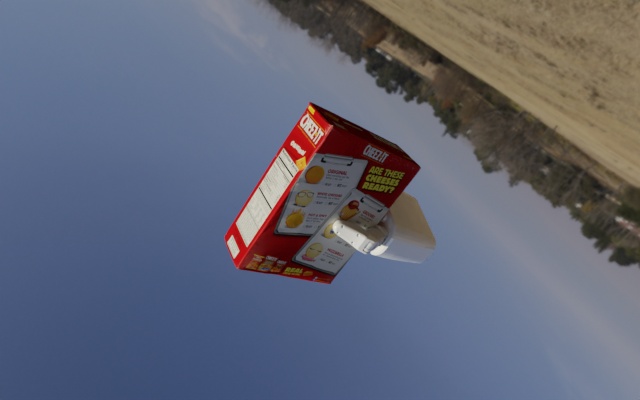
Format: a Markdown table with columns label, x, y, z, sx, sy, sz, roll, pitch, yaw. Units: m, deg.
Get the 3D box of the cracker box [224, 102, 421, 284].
| label | x | y | z | sx | sy | sz | roll | pitch | yaw |
| --- | --- | --- | --- | --- | --- | --- | --- | --- | --- |
| cracker box | 0.000 | 0.002 | 0.615 | 0.164 | 0.214 | 0.072 | 18 | 25 | -41 |
